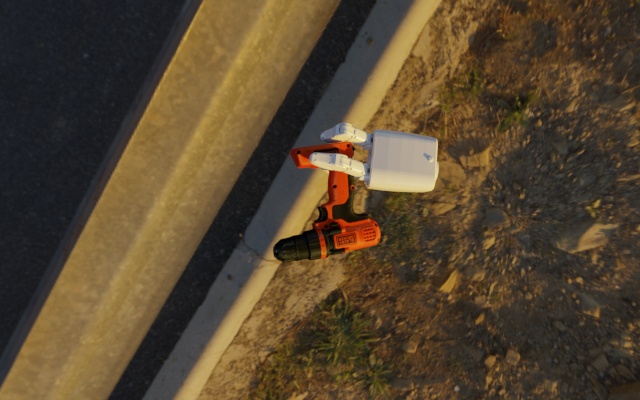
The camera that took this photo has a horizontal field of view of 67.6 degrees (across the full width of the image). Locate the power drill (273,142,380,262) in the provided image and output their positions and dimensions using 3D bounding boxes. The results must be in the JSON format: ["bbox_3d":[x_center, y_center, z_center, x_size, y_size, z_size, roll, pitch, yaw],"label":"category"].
[{"bbox_3d":[0.000,0.002,0.795,0.184,0.187,0.057,-10,6,-16],"label":"power drill"}]
